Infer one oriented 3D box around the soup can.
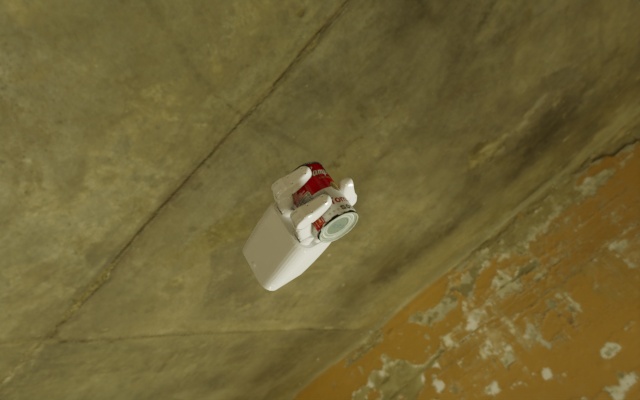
[{"bbox_3d":[0.001,0.002,0.694,0.068,0.102,0.068,-26,-29,-16],"label":"soup can"}]
